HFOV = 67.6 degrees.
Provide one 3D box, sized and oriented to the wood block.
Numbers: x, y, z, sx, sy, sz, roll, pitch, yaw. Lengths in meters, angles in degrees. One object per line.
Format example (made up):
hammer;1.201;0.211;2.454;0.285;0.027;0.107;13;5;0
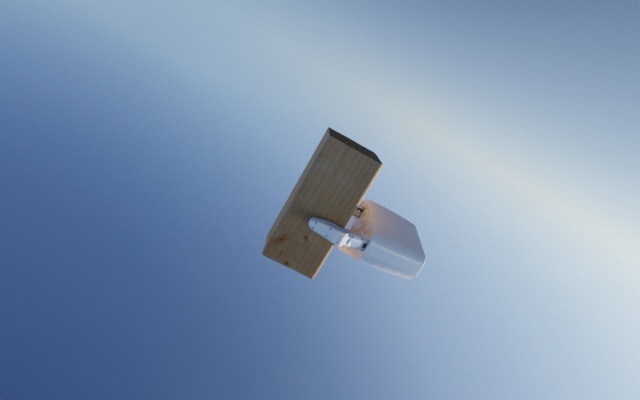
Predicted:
wood block;0.000;0.003;0.737;0.090;0.206;0.090;28;14;-9
